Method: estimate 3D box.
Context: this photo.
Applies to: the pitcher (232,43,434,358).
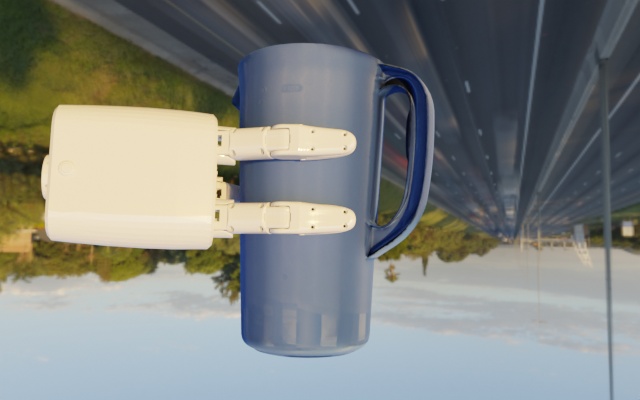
[{"bbox_3d":[0.000,0.001,0.407,0.145,0.243,0.149,3,-6,-20],"label":"pitcher"}]
